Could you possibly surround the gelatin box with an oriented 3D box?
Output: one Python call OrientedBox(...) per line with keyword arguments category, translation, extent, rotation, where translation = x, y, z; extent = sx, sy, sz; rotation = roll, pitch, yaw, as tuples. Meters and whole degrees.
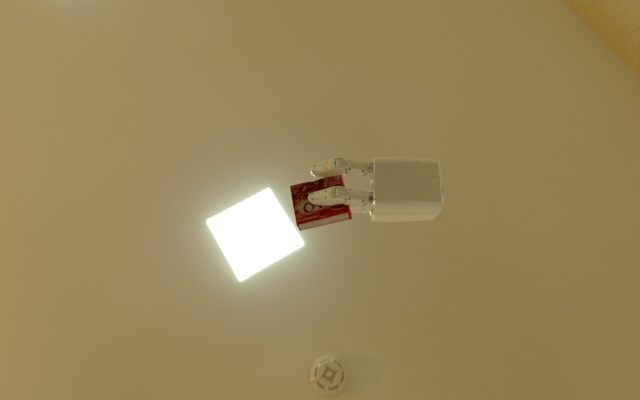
OrientedBox(category="gelatin box", translation=(0.000, 0.003, 0.774), extent=(0.089, 0.073, 0.030), rotation=(-14, -28, 4))
